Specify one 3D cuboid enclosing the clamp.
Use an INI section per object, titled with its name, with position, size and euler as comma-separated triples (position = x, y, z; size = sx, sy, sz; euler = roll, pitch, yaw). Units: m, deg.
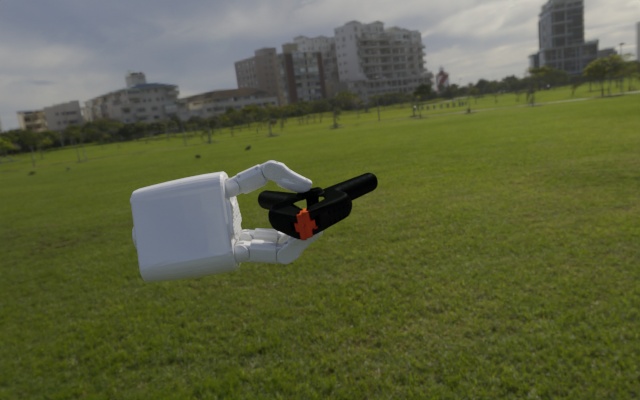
[clamp]
position = 0.000, 0.001, 0.567
size = 0.164, 0.036, 0.210
euler = -12, 11, -1
